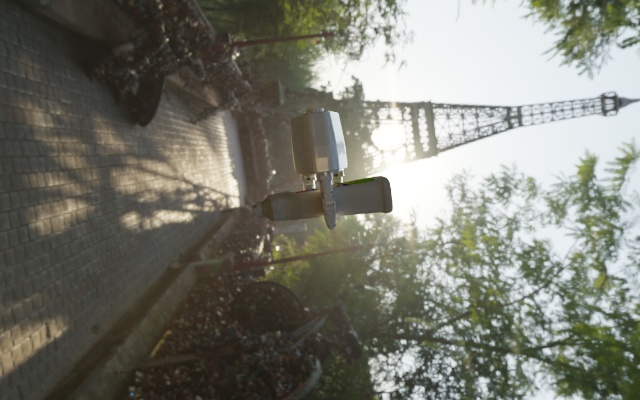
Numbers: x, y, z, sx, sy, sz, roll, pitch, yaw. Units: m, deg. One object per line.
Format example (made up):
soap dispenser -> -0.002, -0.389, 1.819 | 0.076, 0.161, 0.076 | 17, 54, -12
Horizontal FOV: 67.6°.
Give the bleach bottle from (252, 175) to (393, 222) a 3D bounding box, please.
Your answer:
bleach bottle -> 0.000, 0.003, 0.882 | 0.251, 0.068, 0.102 | -8, 8, -3
